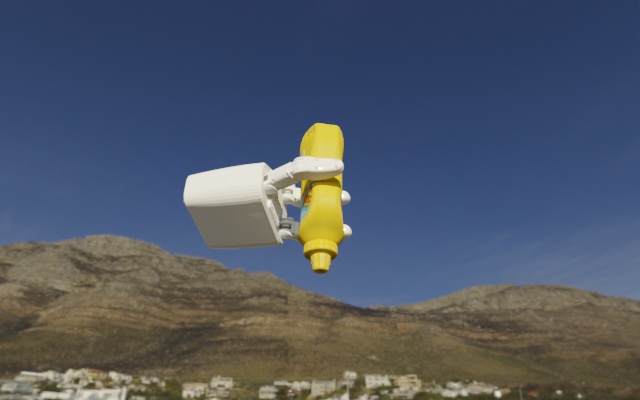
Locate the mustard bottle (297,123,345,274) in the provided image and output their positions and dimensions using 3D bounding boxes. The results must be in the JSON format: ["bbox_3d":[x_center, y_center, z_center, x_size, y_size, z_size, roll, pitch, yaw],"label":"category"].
[{"bbox_3d":[0.000,0.002,0.612,0.058,0.191,0.096,7,-32,-10],"label":"mustard bottle"}]
